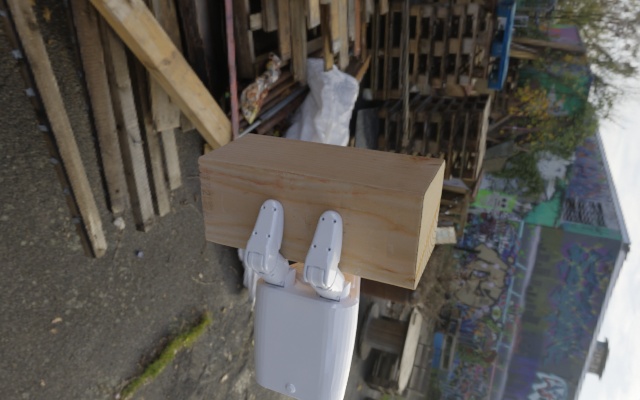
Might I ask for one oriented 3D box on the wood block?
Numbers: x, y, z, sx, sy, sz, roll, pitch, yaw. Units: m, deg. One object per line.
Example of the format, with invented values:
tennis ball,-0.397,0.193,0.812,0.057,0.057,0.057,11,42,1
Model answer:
wood block,0.000,0.002,0.447,0.206,0.090,0.090,10,25,21
